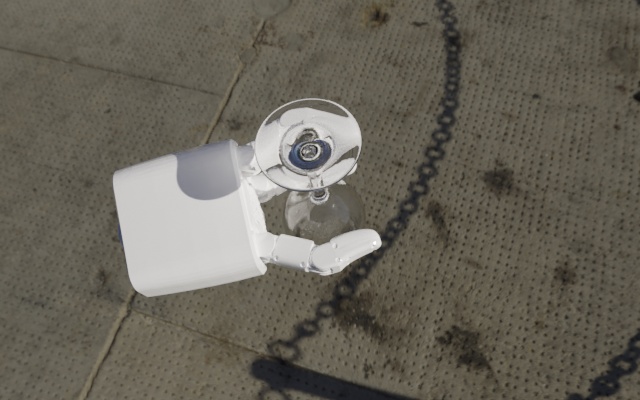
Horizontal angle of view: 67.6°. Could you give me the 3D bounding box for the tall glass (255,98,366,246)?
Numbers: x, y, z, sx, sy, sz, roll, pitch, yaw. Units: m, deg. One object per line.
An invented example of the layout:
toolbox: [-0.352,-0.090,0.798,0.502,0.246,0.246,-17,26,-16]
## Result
tall glass: [0.000,0.001,0.415,0.079,0.079,0.201,0,-24,6]
